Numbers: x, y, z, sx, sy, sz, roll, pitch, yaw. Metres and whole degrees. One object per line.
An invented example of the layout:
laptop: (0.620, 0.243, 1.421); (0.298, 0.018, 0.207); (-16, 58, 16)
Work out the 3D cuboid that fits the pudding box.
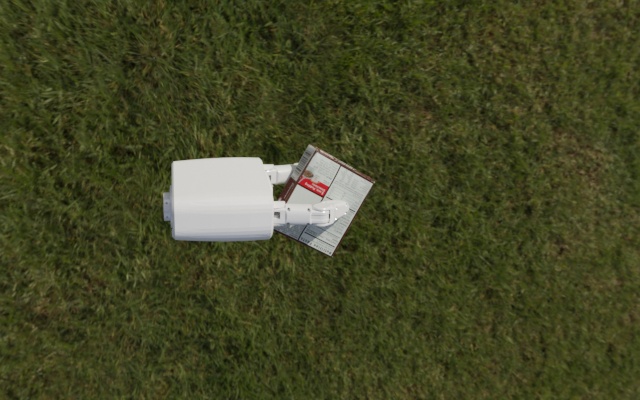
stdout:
pudding box: (0.000, 0.002, 0.588); (0.090, 0.113, 0.039); (28, 7, -20)
